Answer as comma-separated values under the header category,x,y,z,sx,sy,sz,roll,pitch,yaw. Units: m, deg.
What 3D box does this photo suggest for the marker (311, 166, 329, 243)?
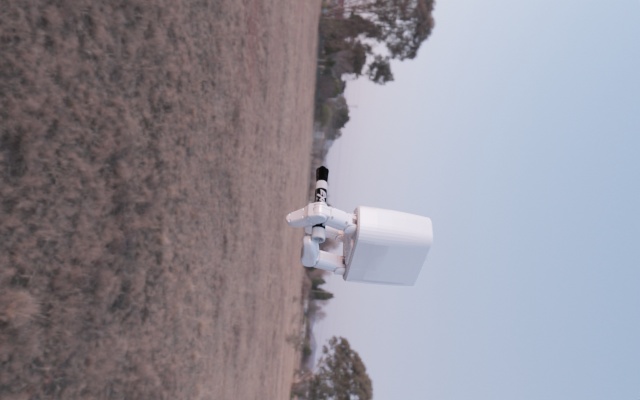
category,x,y,z,sx,sy,sz,roll,pitch,yaw
marker,0.000,0.002,0.663,0.020,0.121,0.020,3,-34,2
